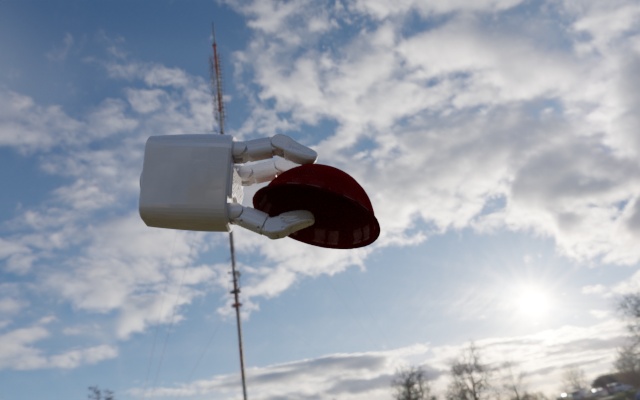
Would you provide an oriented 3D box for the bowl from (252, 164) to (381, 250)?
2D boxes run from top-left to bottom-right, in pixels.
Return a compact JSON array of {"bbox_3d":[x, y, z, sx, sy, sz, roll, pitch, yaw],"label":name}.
[{"bbox_3d":[0.001,0.002,0.597,0.162,0.055,0.162,12,-28,7],"label":"bowl"}]
